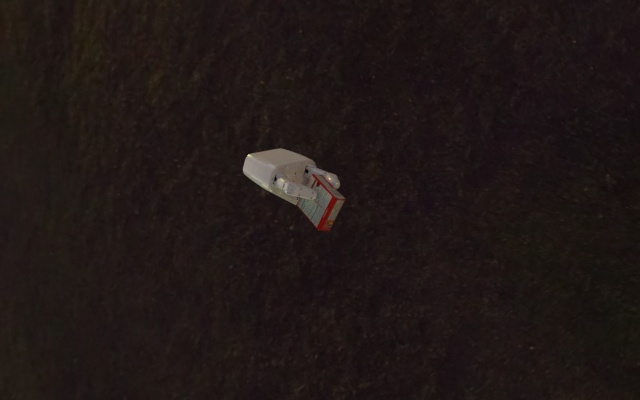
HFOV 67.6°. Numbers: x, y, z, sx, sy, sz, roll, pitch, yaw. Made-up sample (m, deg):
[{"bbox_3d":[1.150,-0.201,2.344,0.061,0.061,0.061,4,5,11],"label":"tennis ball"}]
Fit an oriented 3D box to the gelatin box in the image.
[{"bbox_3d":[0.000,0.003,0.895,0.030,0.073,0.089,8,27,-40],"label":"gelatin box"}]
